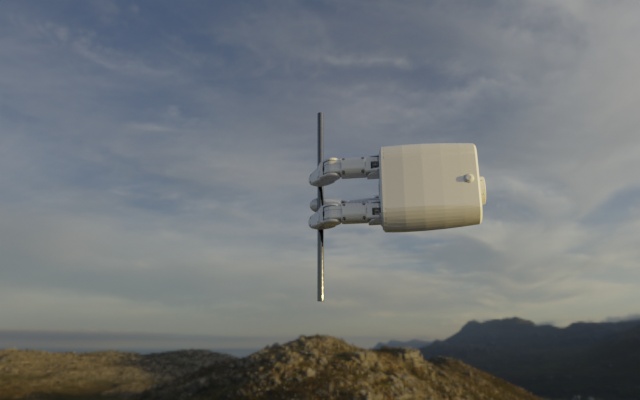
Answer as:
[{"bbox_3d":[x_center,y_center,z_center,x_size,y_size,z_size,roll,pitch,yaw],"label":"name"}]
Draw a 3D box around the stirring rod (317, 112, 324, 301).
[{"bbox_3d":[0.000,0.002,0.590,0.011,0.239,0.011,0,-16,0],"label":"stirring rod"}]
